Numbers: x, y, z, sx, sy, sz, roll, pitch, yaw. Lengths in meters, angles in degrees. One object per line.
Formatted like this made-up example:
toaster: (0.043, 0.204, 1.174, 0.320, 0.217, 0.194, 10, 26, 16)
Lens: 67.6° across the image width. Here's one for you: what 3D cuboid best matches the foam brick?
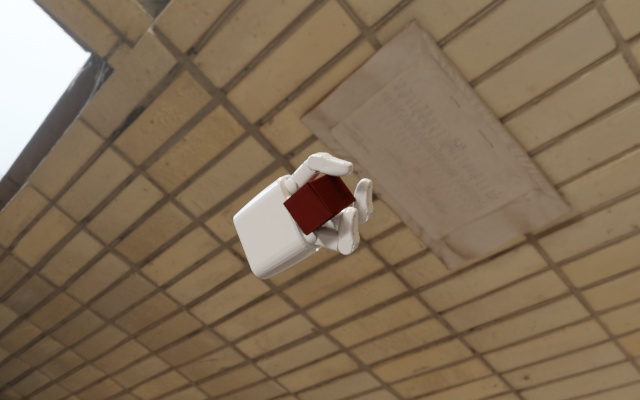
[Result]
foam brick: (0.000, 0.002, 0.616, 0.051, 0.053, 0.078, -38, -5, 30)
